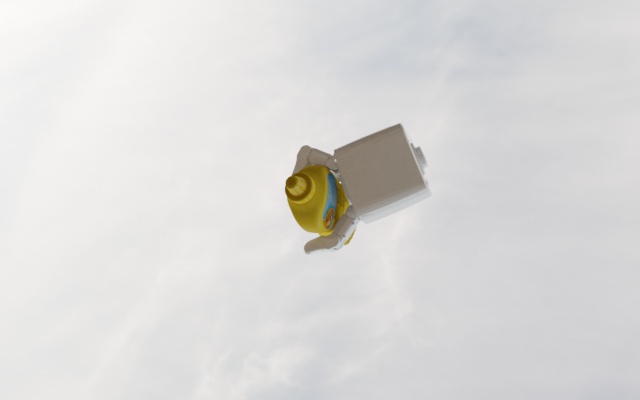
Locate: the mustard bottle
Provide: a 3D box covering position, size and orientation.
[{"bbox_3d":[0.000,0.002,0.692,0.058,0.096,0.192,2,-15,24],"label":"mustard bottle"}]
